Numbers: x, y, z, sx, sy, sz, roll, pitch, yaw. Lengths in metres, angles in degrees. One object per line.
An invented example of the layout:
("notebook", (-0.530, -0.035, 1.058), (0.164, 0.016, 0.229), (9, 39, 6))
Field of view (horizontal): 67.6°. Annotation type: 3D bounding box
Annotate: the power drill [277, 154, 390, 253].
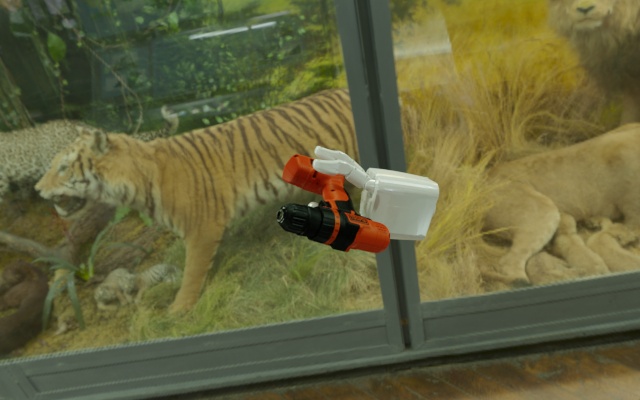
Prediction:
("power drill", (0.000, 0.002, 0.735), (0.184, 0.057, 0.187), (17, 28, -31))
